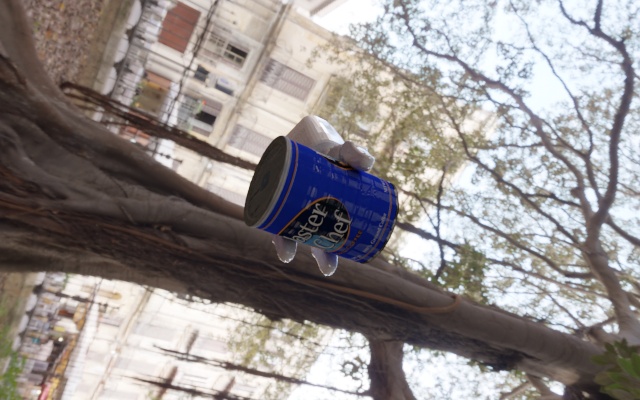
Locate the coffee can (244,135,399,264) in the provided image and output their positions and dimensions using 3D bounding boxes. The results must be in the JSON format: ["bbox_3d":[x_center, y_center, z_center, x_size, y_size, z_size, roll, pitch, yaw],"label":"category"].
[{"bbox_3d":[0.000,0.002,0.528,0.140,0.103,0.103,21,-9,-23],"label":"coffee can"}]
